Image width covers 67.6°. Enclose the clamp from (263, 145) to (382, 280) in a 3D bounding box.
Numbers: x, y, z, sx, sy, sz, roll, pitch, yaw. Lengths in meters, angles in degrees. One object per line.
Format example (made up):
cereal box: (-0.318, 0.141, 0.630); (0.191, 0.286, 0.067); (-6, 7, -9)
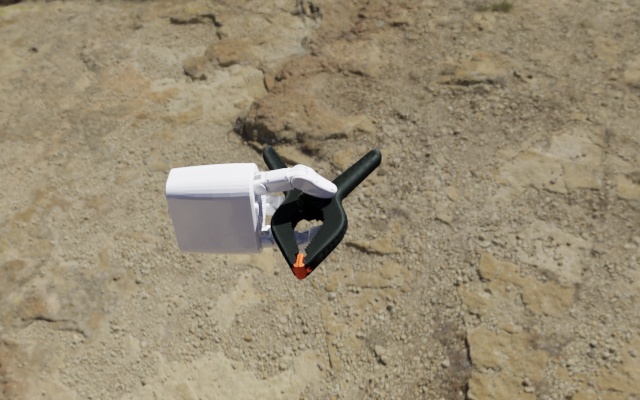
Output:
clamp: (0.000, 0.002, 0.602); (0.164, 0.209, 0.036); (-4, -41, 5)
